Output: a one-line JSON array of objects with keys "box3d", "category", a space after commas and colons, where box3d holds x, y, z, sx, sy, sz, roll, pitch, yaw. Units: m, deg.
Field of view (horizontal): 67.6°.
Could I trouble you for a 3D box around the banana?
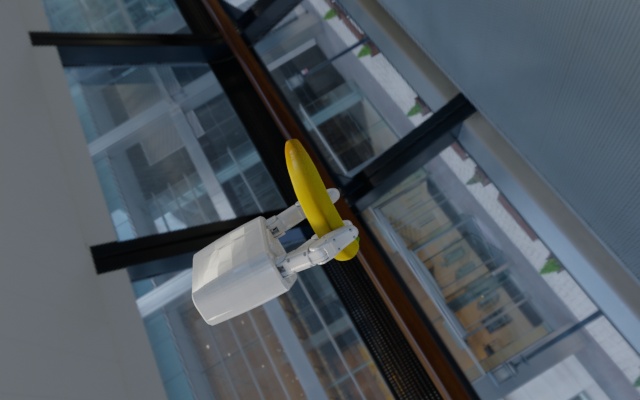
[{"box3d": [0.005, 0.016, 0.580, 0.037, 0.198, 0.069, -24, 40, 8], "category": "banana"}]
